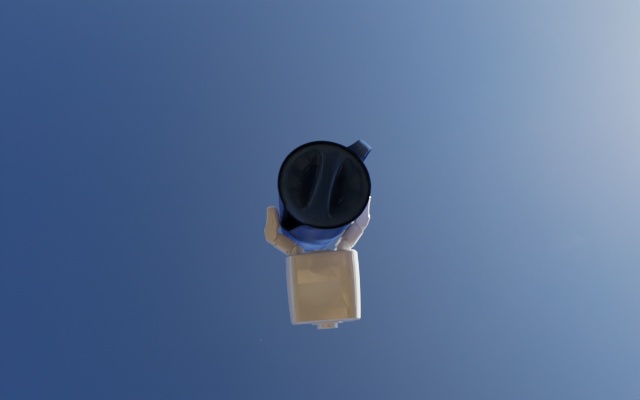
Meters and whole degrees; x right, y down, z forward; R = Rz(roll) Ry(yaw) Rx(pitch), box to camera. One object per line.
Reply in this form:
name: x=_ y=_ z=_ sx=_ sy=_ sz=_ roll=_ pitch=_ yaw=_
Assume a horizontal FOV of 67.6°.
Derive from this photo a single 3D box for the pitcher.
pitcher: x=0.000 y=0.003 z=0.780 sx=0.149 sy=0.145 sz=0.243 roll=-3 pitch=-16 yaw=-8
